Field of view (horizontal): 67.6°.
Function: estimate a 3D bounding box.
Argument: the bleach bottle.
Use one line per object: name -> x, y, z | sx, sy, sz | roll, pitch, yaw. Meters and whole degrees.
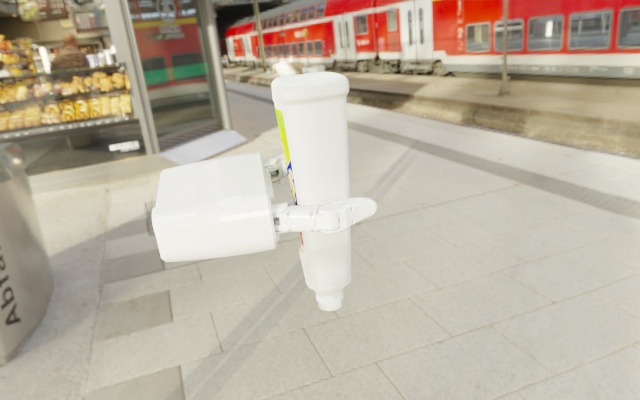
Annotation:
bleach bottle -> 0.000, 0.002, 0.489 | 0.068, 0.251, 0.102 | -9, 19, -7
